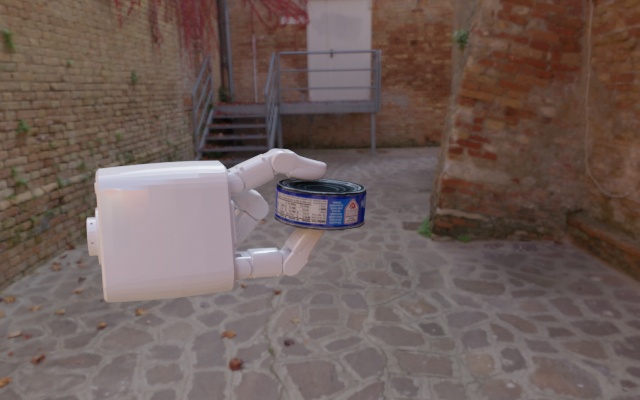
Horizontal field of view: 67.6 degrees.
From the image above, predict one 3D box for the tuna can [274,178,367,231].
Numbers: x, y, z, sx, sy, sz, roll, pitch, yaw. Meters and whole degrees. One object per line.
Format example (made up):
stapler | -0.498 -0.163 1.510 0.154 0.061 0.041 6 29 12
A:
tuna can | 0.000 0.001 0.448 0.086 0.034 0.086 4 11 -1
